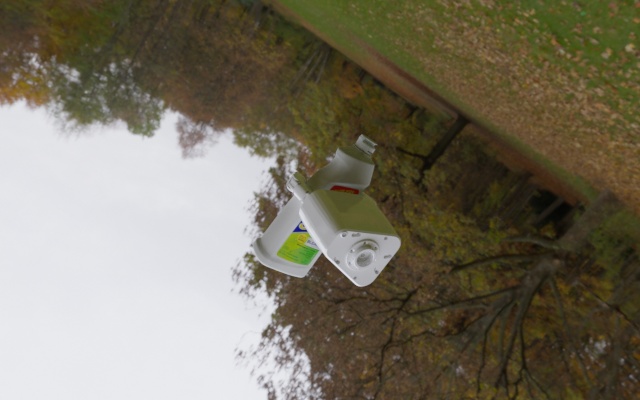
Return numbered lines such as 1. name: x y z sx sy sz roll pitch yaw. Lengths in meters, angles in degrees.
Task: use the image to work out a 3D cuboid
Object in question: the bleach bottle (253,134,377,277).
1. bleach bottle: 0.000 0.003 0.759 0.102 0.251 0.068 25 17 -32
